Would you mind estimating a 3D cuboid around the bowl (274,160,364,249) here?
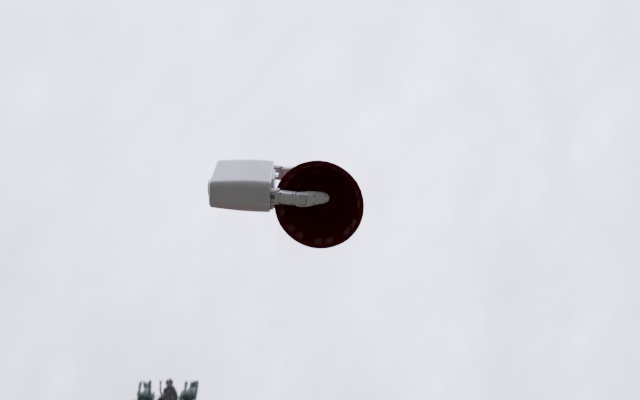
[{"bbox_3d":[0.001,0.003,0.868,0.162,0.162,0.055,0,14,9],"label":"bowl"}]
